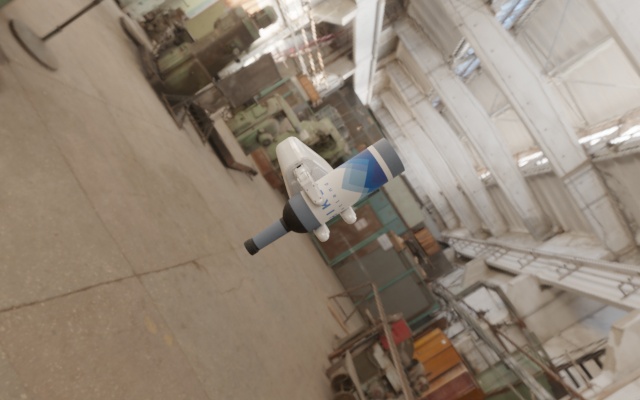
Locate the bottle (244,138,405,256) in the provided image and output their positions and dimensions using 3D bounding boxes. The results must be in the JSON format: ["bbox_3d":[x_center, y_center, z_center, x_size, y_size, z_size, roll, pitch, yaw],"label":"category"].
[{"bbox_3d":[0.000,0.003,0.805,0.296,0.069,0.069,-33,-2,2],"label":"bottle"}]
